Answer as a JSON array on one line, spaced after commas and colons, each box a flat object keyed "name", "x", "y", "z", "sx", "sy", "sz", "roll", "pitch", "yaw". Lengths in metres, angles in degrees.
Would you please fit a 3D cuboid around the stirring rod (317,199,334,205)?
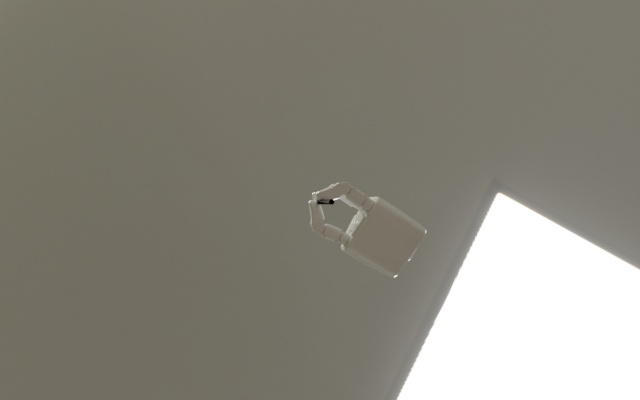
[{"name": "stirring rod", "x": 0.000, "y": 0.003, "z": 0.809, "sx": 0.011, "sy": 0.011, "sz": 0.239, "roll": 0, "pitch": 0, "yaw": -8}]
